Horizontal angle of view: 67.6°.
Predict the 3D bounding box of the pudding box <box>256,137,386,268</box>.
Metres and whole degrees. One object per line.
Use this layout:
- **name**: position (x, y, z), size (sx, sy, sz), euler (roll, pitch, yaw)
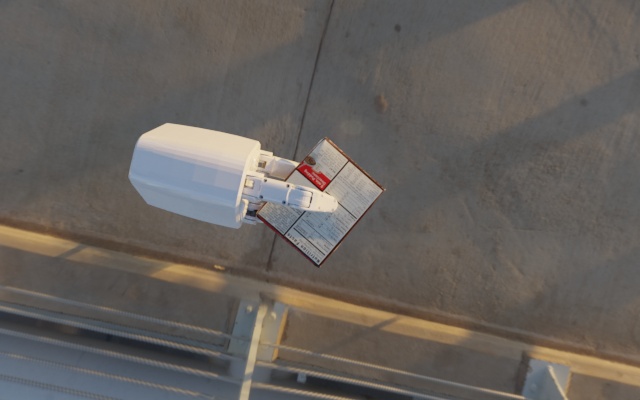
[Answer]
- **pudding box**: position (0.000, 0.002, 0.515), size (0.090, 0.113, 0.039), euler (41, -1, -3)
